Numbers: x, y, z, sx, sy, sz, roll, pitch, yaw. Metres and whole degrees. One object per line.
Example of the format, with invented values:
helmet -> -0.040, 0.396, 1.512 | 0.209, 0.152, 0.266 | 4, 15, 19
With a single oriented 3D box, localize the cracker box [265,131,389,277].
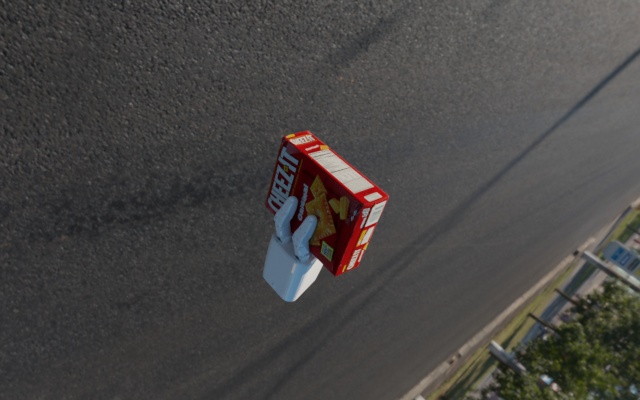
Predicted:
cracker box -> 0.000, 0.003, 0.851 | 0.072, 0.164, 0.213 | -18, 49, -42
